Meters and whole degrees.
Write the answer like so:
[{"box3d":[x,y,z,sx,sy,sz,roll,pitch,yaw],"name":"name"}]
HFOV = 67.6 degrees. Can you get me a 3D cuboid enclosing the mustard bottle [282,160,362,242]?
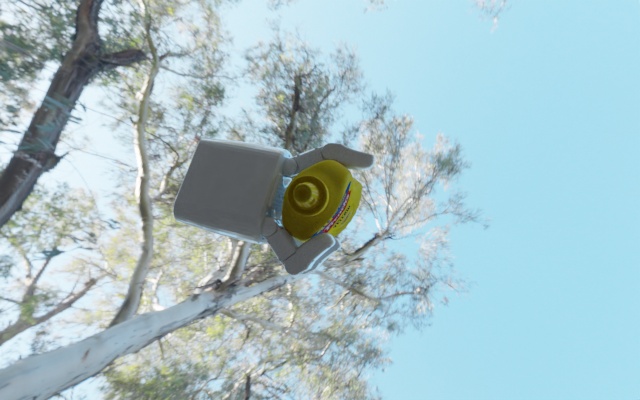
[{"box3d":[0.000,0.002,0.543,0.058,0.096,0.191,37,2,12],"name":"mustard bottle"}]
